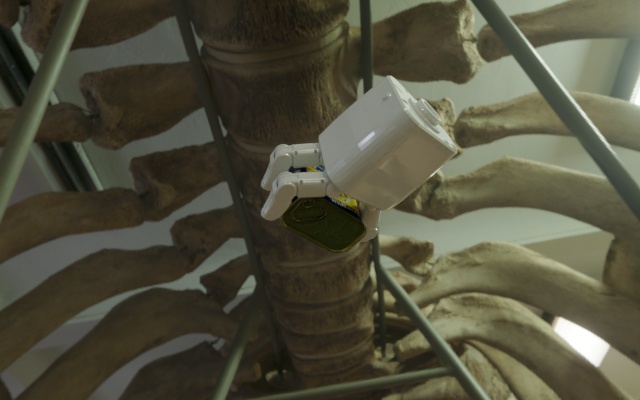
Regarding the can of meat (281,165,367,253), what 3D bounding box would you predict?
[{"bbox_3d":[0.000,0.002,0.571,0.102,0.083,0.057,30,-60,-30],"label":"can of meat"}]
